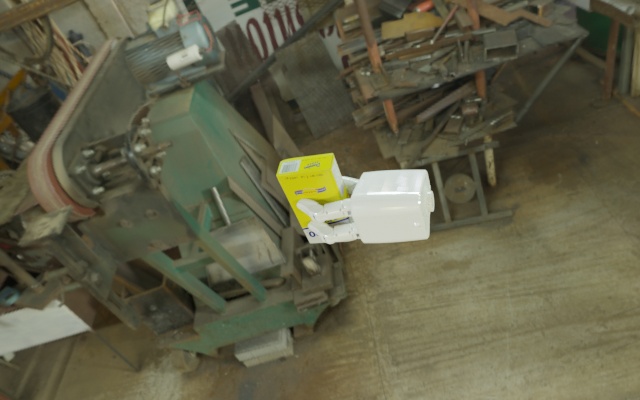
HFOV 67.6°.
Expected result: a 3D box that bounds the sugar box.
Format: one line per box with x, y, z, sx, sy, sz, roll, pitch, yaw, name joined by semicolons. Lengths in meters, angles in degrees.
0.000;0.003;0.808;0.093;0.176;0.048;-5;43;20;sugar box
